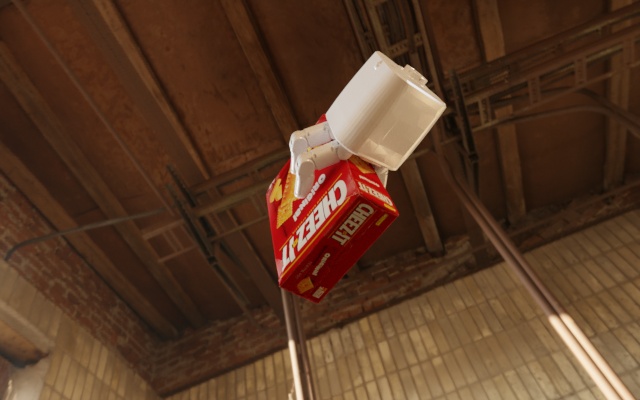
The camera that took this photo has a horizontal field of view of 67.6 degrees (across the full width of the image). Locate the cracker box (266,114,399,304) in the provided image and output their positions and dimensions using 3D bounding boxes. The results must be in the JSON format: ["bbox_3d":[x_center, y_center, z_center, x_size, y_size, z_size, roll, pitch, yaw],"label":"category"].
[{"bbox_3d":[0.000,0.002,0.649,0.072,0.164,0.213,27,25,-26],"label":"cracker box"}]
